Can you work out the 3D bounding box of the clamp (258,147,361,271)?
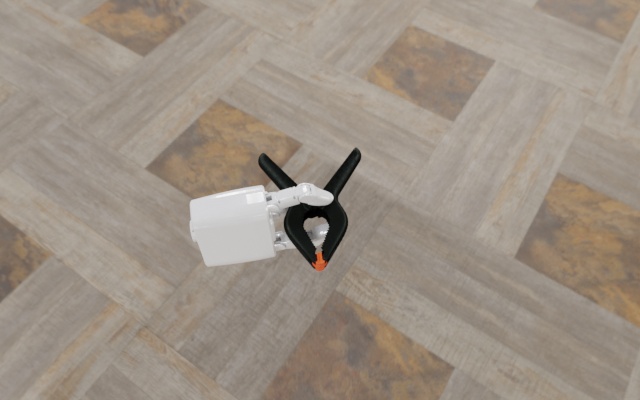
[{"bbox_3d":[0.000,0.002,0.721,0.164,0.209,0.036,-10,-31,-6],"label":"clamp"}]
